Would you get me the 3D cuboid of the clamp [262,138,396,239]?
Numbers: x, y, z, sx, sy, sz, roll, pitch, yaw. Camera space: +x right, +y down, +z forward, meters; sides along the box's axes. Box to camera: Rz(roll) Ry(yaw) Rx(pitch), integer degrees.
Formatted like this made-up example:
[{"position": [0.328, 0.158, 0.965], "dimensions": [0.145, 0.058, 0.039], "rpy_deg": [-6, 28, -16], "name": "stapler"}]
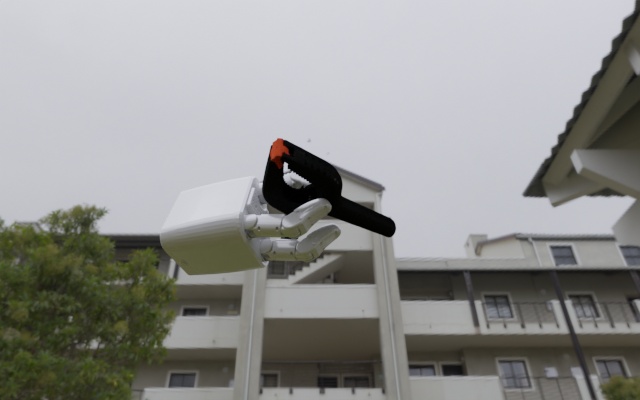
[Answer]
[{"position": [0.000, 0.001, 0.580], "dimensions": [0.164, 0.036, 0.210], "rpy_deg": [-10, -38, 11], "name": "clamp"}]
